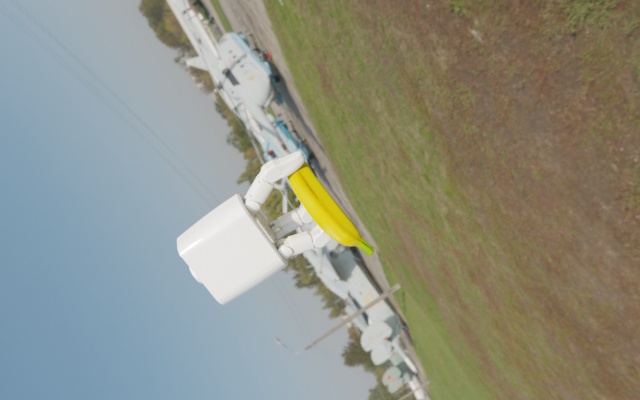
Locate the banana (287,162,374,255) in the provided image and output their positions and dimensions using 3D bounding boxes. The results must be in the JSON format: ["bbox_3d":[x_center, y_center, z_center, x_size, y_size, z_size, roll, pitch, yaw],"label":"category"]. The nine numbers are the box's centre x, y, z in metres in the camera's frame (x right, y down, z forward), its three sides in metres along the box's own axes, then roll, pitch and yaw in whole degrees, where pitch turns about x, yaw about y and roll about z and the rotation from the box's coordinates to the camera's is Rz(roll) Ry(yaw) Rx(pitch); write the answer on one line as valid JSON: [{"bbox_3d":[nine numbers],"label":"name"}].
[{"bbox_3d":[-0.006,-0.003,0.628,0.037,0.197,0.070,-39,-34,3],"label":"banana"}]
